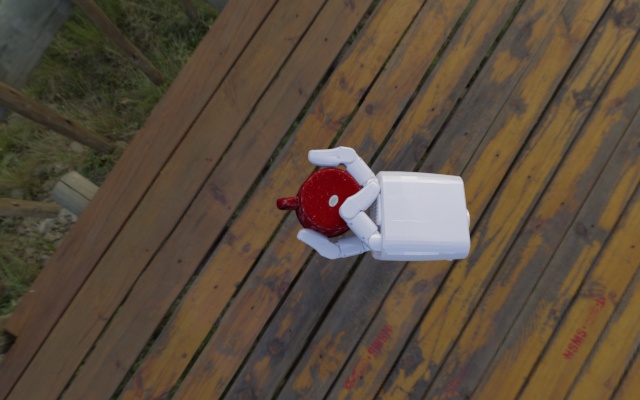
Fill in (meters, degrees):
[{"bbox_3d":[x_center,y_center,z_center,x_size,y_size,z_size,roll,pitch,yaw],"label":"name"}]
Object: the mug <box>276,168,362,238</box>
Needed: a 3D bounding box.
[{"bbox_3d":[-0.001,0.002,0.632,0.117,0.093,0.081,1,-6,-3],"label":"mug"}]
